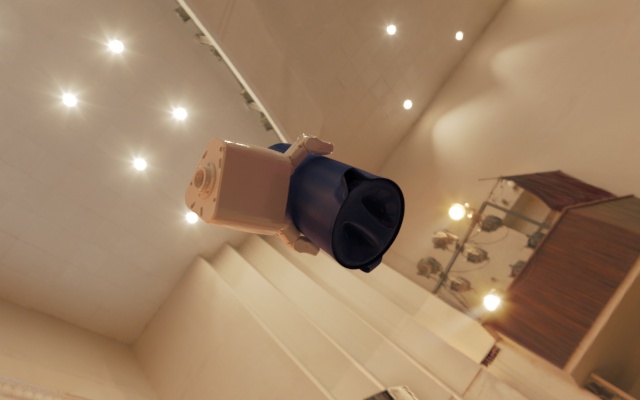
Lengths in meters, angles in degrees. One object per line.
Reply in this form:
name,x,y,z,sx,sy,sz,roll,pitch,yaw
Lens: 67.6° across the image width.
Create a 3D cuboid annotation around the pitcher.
pitcher,0.000,0.002,0.726,0.145,0.149,0.242,12,12,-42
